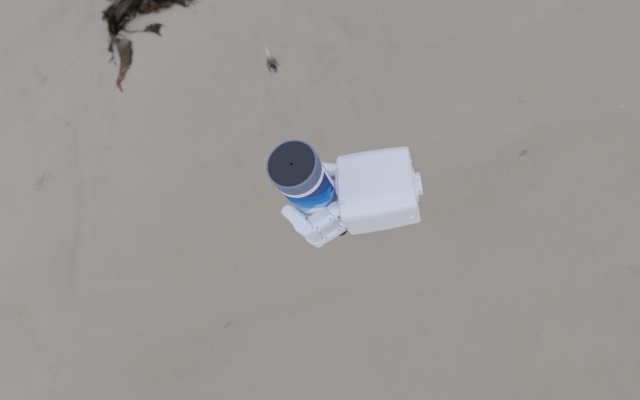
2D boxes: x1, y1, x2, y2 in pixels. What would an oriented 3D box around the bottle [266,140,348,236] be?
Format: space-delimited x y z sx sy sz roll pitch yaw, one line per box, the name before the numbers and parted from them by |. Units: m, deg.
bottle | 0.000 0.002 0.725 0.069 0.069 0.296 0 -19 15
